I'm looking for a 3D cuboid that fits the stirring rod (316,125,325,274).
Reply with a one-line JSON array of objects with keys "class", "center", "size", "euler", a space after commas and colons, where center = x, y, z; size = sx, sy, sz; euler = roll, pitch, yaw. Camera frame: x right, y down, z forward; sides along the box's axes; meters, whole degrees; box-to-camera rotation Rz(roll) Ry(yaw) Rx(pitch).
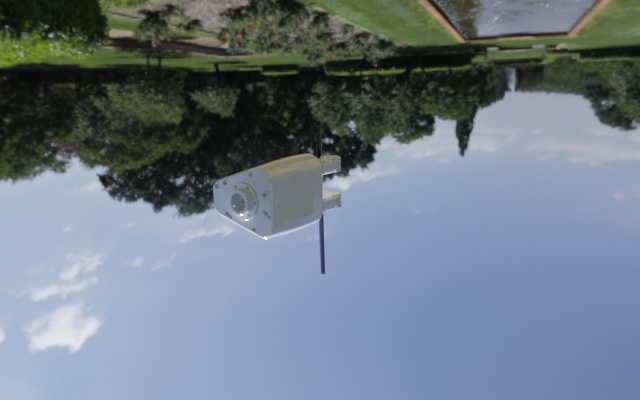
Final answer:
[{"class": "stirring rod", "center": [0.000, 0.002, 0.759], "size": [0.011, 0.239, 0.011], "euler": [-2, 13, 0]}]
